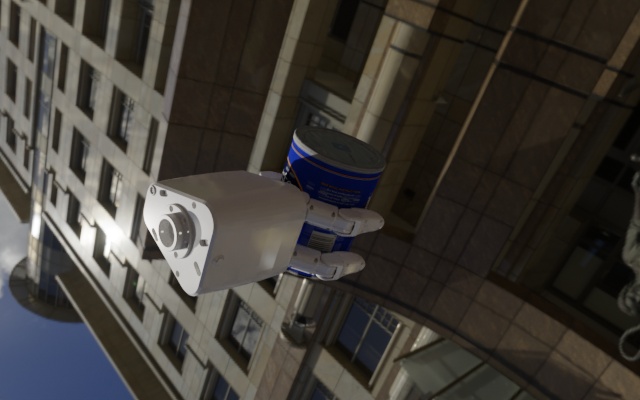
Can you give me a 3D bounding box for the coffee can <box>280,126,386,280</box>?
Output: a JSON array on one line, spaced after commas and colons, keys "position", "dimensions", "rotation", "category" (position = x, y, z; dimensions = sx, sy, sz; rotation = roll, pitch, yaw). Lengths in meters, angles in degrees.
[{"position": [0.000, 0.002, 0.533], "dimensions": [0.103, 0.140, 0.102], "rotation": [17, 24, -8], "category": "coffee can"}]
